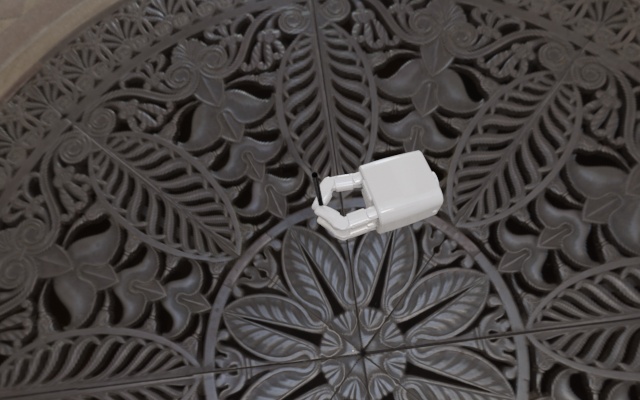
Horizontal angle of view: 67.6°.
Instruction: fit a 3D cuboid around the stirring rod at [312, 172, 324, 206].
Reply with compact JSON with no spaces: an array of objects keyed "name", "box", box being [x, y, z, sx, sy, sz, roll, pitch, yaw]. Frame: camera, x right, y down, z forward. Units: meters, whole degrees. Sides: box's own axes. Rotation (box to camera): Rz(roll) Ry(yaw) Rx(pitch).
[{"name":"stirring rod","box":[0.000,0.002,0.741,0.011,0.011,0.240,0,-17,4]}]
